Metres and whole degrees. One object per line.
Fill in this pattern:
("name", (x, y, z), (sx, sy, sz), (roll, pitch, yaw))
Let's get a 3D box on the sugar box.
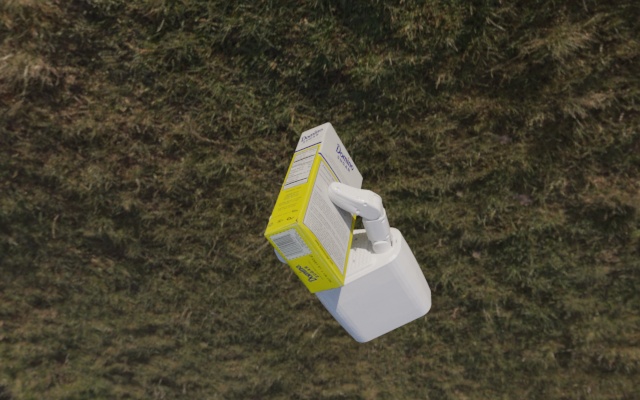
("sugar box", (0.000, 0.002, 0.522), (0.048, 0.093, 0.176), (-19, 33, 24))
